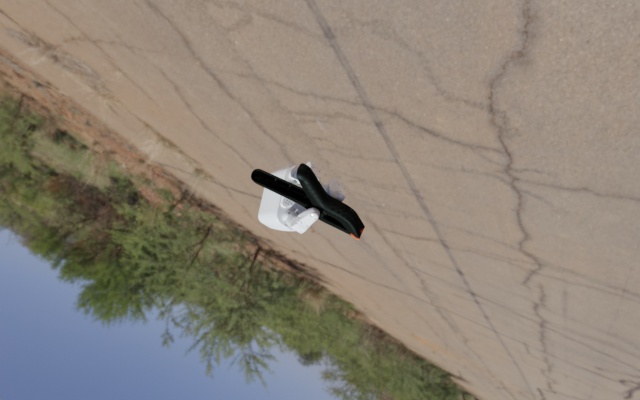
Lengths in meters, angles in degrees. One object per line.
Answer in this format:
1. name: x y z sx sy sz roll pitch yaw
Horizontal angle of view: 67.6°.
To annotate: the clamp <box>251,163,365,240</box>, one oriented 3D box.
1. clamp: 0.000 0.004 0.777 0.210 0.036 0.164 33 -17 -22
